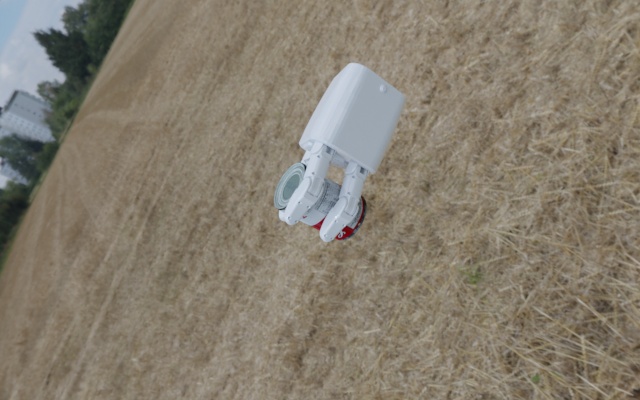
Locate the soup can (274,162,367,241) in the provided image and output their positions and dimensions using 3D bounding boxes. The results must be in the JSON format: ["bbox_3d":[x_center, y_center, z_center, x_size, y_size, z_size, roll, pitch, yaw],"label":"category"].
[{"bbox_3d":[0.000,0.002,0.616,0.102,0.068,0.068,28,-15,-29],"label":"soup can"}]
